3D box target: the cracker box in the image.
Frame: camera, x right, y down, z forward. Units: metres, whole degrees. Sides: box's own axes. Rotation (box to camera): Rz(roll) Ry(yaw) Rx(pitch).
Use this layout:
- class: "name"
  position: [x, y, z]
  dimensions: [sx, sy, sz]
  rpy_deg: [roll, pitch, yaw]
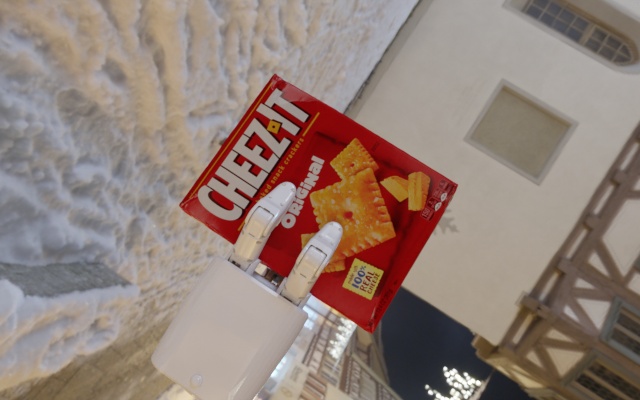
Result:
- class: "cracker box"
  position: [0.000, 0.002, 0.469]
  dimensions: [0.213, 0.164, 0.072]
  rpy_deg: [32, -11, 6]
